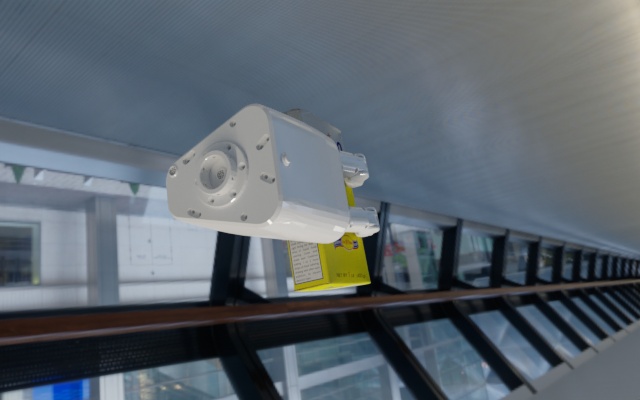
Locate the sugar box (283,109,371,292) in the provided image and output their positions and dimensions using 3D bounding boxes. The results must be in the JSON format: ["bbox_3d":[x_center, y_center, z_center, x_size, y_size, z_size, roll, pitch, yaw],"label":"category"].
[{"bbox_3d":[0.000,0.002,0.489,0.048,0.176,0.093,-15,-14,27],"label":"sugar box"}]
